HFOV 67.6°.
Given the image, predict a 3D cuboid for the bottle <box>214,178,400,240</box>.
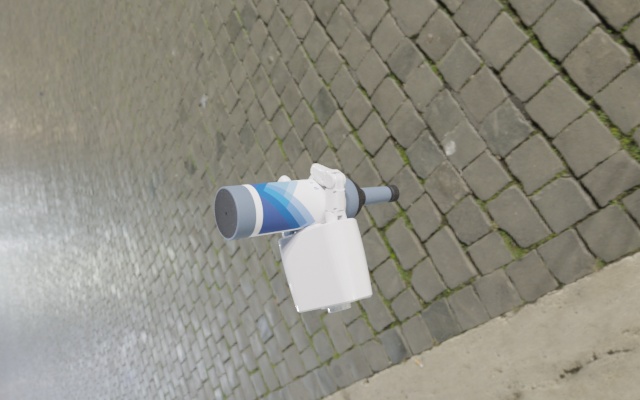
[{"bbox_3d":[0.000,0.002,0.674,0.295,0.069,0.069,-7,4,-37],"label":"bottle"}]
